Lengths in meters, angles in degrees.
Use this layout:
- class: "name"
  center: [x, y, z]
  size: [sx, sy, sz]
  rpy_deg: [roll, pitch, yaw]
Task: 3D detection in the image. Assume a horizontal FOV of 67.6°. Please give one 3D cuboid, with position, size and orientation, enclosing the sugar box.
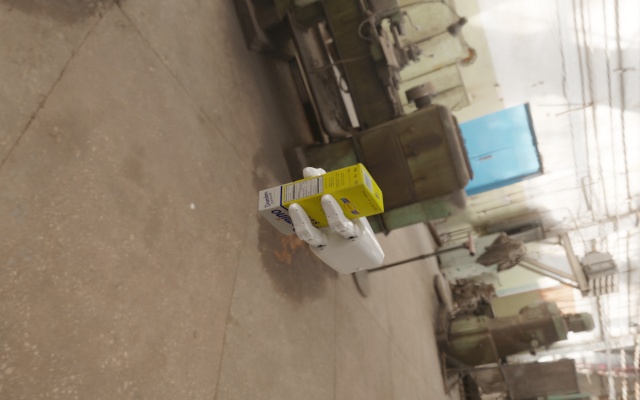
- class: "sugar box"
  center: [0.000, 0.003, 0.748]
  size: [0.176, 0.048, 0.093]
  rpy_deg: [-17, -36, 20]
